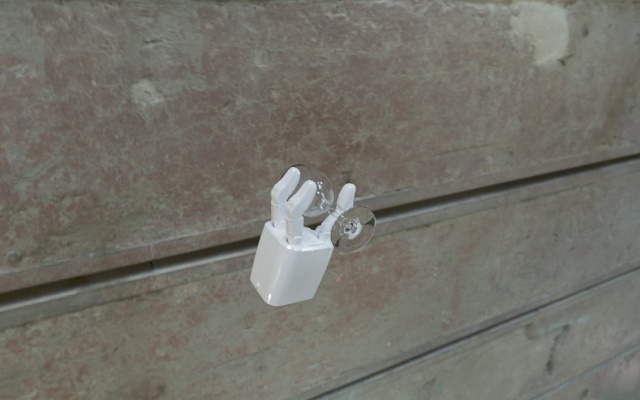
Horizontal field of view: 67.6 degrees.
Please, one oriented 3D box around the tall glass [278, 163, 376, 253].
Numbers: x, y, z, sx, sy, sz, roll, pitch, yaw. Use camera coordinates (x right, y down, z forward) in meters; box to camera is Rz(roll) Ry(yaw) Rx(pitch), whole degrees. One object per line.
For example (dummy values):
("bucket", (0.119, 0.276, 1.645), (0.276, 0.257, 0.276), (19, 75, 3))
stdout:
("tall glass", (0.001, 0.003, 0.751), (0.079, 0.079, 0.201), (0, 24, -31))
